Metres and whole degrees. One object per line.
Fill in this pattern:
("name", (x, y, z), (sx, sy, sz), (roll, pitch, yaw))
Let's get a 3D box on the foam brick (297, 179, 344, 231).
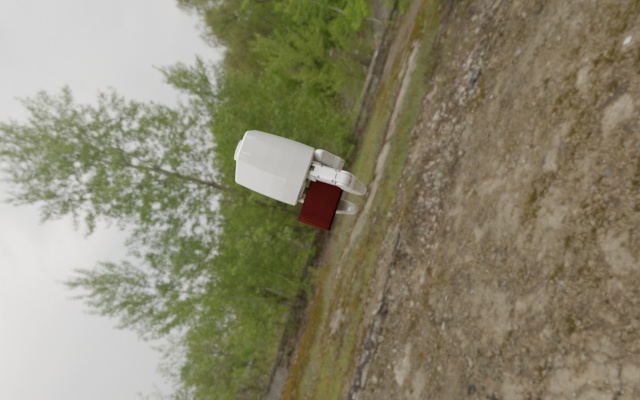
("foam brick", (0.000, 0.003, 0.738), (0.051, 0.078, 0.053), (19, -8, -4))
